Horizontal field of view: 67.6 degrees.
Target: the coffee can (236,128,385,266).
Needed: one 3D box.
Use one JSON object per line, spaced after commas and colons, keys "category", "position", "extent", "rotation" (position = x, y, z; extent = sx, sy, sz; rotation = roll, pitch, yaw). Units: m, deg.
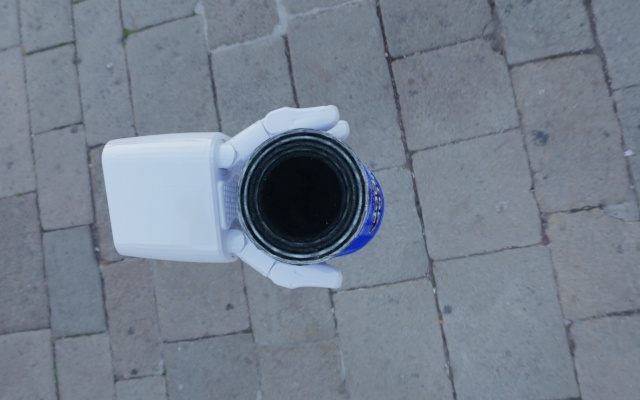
{"category": "coffee can", "position": [0.000, 0.001, 0.419], "extent": [0.103, 0.103, 0.140], "rotation": [0, -4, 12]}
